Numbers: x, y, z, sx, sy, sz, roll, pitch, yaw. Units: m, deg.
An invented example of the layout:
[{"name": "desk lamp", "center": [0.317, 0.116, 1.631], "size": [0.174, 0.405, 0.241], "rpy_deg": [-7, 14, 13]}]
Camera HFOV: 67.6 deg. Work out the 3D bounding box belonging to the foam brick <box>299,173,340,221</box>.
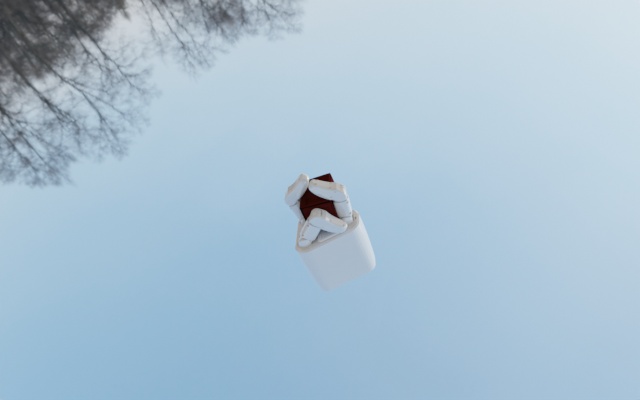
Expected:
[{"name": "foam brick", "center": [0.000, 0.002, 0.782], "size": [0.053, 0.051, 0.078], "rpy_deg": [-16, 35, 15]}]
